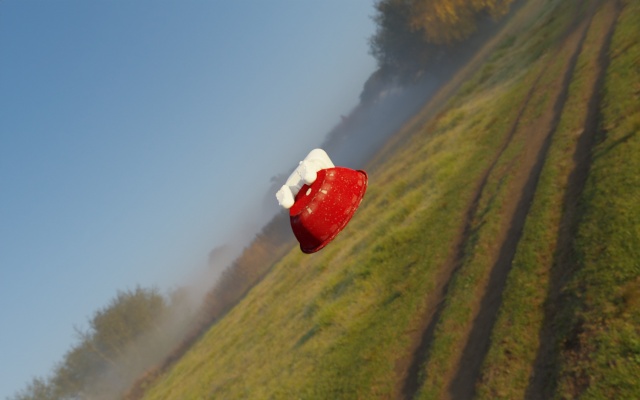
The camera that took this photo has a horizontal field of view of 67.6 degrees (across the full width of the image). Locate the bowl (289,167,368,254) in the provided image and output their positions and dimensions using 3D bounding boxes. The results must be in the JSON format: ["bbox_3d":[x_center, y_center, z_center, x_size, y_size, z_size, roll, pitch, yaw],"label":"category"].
[{"bbox_3d":[0.000,0.002,0.749,0.055,0.162,0.162,37,-14,-18],"label":"bowl"}]
